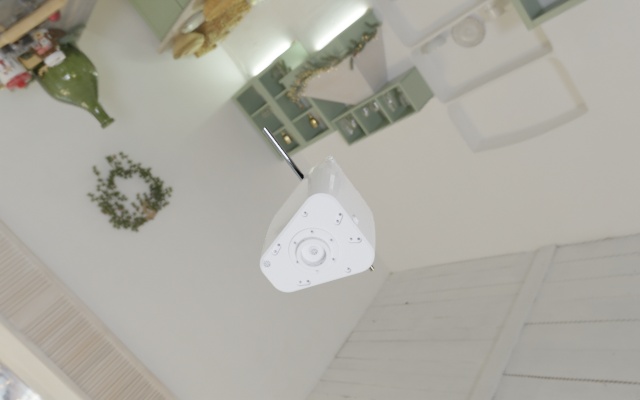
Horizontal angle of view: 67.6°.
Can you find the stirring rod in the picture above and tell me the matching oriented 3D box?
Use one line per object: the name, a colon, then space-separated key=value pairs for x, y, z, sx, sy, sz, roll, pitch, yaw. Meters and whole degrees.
stirring rod: x=0.000 y=0.002 z=0.630 sx=0.011 sy=0.239 sz=0.011 roll=-35 pitch=13 yaw=10
